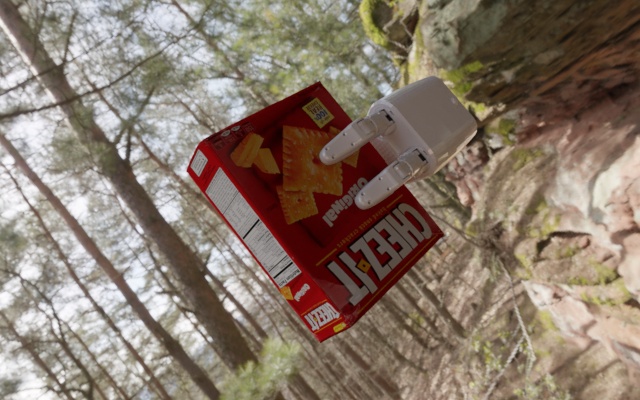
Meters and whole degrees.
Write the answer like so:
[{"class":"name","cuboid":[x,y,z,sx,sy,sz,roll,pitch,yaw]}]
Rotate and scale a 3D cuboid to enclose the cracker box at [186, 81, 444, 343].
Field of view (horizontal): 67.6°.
[{"class":"cracker box","cuboid":[0.000,0.002,0.479,0.164,0.213,0.072,-35,-6,-37]}]
